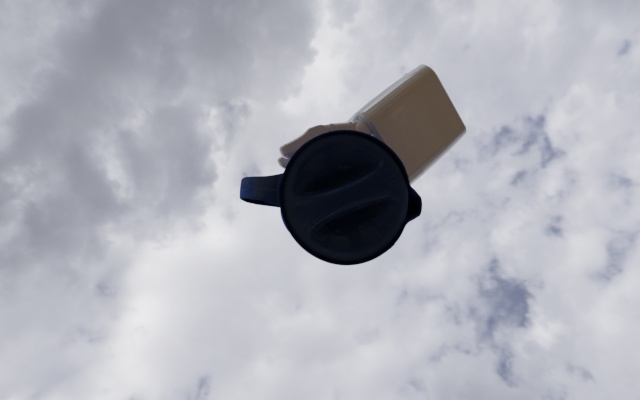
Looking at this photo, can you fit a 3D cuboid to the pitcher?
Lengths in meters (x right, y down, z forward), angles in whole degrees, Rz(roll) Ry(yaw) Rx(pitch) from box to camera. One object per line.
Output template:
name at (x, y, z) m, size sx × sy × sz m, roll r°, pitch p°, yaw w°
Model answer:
pitcher at (0.000, 0.002, 0.578) m, size 0.145 × 0.149 × 0.243 m, roll -41°, pitch 2°, yaw -9°
